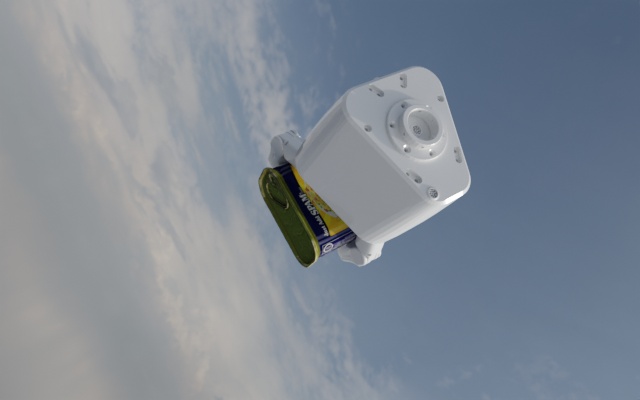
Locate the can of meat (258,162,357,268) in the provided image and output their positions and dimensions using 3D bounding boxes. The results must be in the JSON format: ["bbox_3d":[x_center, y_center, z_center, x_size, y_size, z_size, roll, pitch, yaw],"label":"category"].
[{"bbox_3d":[0.000,0.002,0.476,0.084,0.102,0.057,-25,-11,-25],"label":"can of meat"}]
